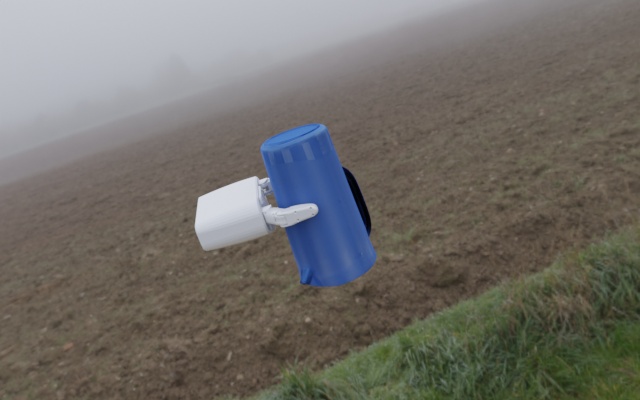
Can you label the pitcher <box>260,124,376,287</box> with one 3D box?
[{"bbox_3d":[0.000,0.003,0.770,0.145,0.243,0.149,-18,18,2],"label":"pitcher"}]
